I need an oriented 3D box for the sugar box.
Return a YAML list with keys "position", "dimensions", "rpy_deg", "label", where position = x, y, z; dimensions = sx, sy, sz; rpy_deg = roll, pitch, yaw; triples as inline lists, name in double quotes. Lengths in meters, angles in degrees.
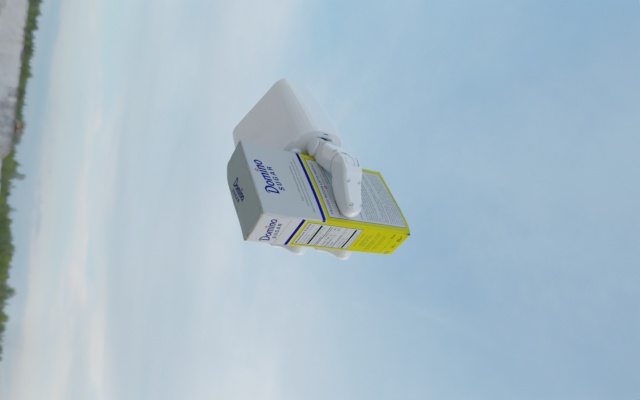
- position: [0.000, 0.002, 0.473]
  dimensions: [0.176, 0.093, 0.048]
  rpy_deg: [8, -47, -33]
  label: "sugar box"
